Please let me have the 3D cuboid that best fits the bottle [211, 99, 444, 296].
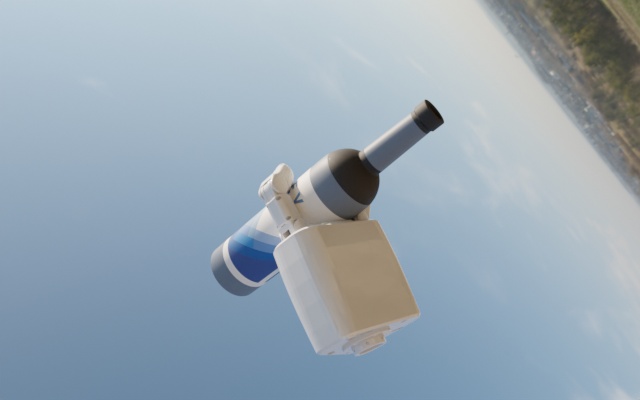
[{"bbox_3d":[0.000,0.002,0.493,0.296,0.069,0.069,-39,-20,28],"label":"bottle"}]
